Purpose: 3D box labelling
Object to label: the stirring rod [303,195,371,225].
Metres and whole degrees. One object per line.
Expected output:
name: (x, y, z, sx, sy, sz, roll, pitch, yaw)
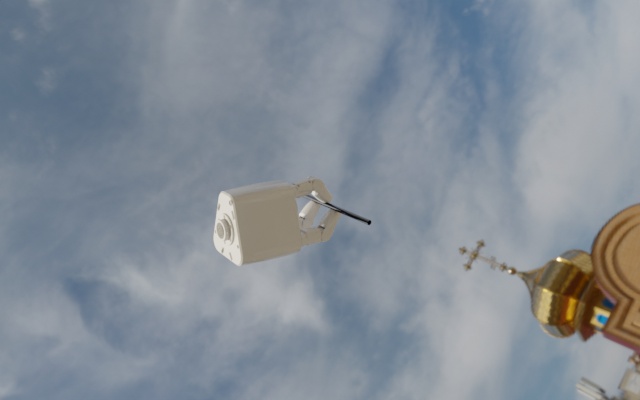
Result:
stirring rod: (0.000, 0.003, 0.811, 0.011, 0.011, 0.239, 0, 15, -40)
